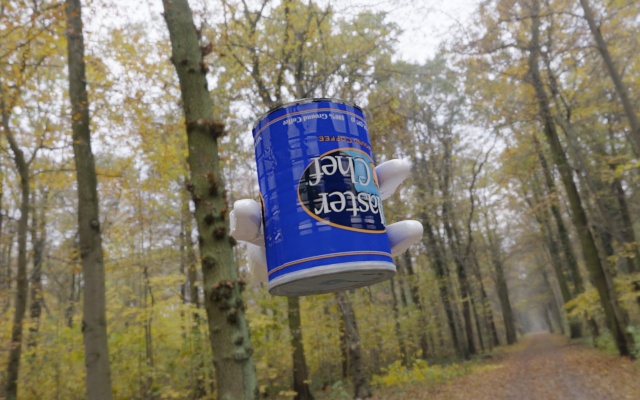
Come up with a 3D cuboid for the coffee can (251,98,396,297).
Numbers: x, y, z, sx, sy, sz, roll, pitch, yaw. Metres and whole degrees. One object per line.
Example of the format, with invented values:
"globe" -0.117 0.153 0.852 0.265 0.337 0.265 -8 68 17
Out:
"coffee can" 0.000 0.001 0.400 0.103 0.140 0.103 -8 -18 -2
